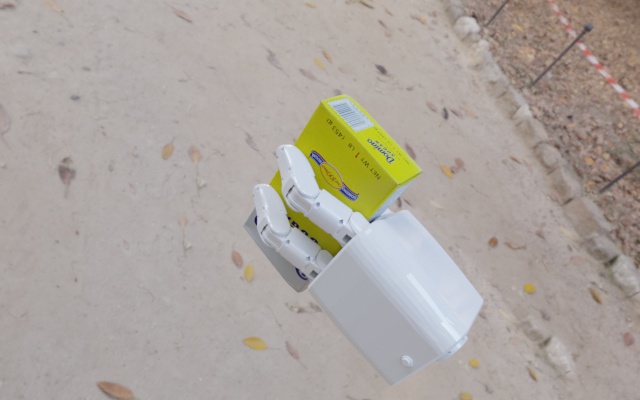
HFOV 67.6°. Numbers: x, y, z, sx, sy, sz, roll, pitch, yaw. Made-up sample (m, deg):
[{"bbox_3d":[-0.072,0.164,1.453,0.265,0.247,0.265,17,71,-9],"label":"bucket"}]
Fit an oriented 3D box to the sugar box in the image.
[{"bbox_3d":[0.000,0.002,0.428,0.048,0.093,0.176,-25,-21,-48],"label":"sugar box"}]
